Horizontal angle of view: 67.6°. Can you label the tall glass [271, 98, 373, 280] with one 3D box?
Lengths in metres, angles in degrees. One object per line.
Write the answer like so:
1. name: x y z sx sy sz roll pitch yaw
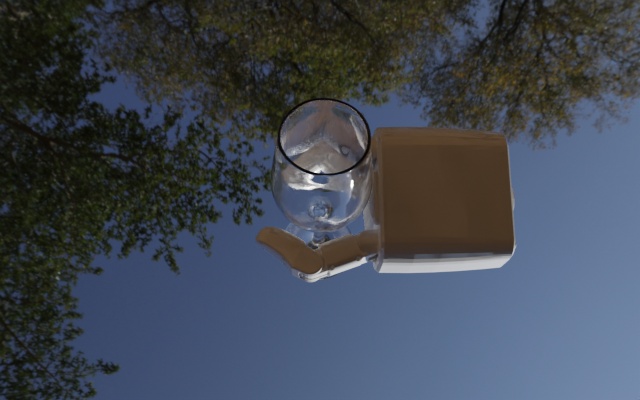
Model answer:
1. tall glass: 0.000 0.002 0.401 0.079 0.079 0.201 0 -26 -1
